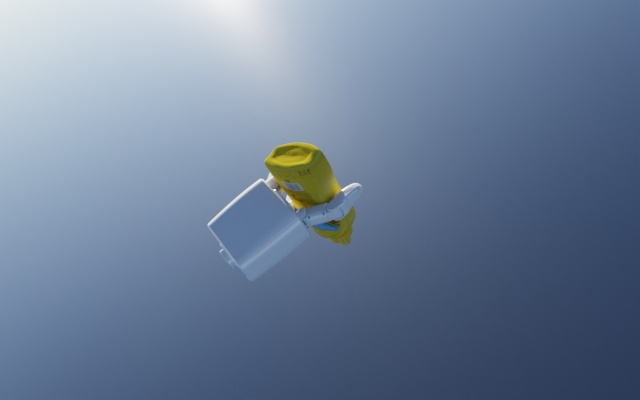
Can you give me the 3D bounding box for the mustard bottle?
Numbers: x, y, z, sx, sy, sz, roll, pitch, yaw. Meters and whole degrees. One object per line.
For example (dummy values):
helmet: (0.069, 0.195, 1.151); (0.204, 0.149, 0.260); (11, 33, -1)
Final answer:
mustard bottle: (0.000, 0.002, 0.707); (0.096, 0.058, 0.192); (7, -38, 40)
